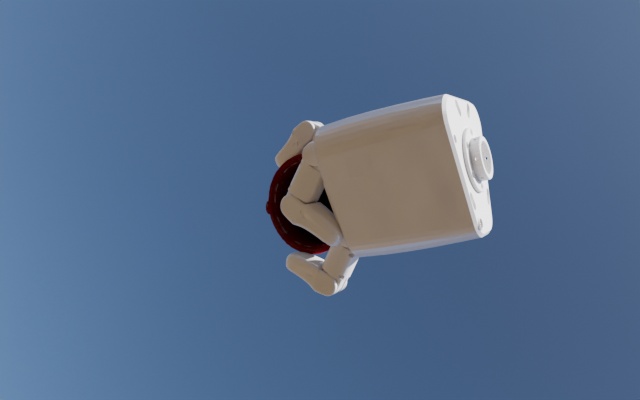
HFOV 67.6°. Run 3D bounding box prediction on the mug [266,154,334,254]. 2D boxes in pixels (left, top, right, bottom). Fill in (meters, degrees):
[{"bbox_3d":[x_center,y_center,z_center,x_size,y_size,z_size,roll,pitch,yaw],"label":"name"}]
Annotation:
[{"bbox_3d":[-0.001,0.002,0.478,0.117,0.093,0.081,-10,0,34],"label":"mug"}]
